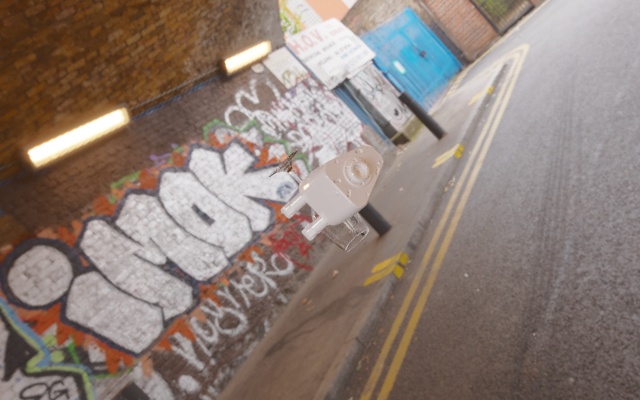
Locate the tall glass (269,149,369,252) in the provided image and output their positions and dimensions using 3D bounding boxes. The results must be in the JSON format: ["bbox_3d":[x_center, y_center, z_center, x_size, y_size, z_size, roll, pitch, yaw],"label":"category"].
[{"bbox_3d":[0.000,0.002,0.882,0.079,0.201,0.079,-43,4,4],"label":"tall glass"}]
